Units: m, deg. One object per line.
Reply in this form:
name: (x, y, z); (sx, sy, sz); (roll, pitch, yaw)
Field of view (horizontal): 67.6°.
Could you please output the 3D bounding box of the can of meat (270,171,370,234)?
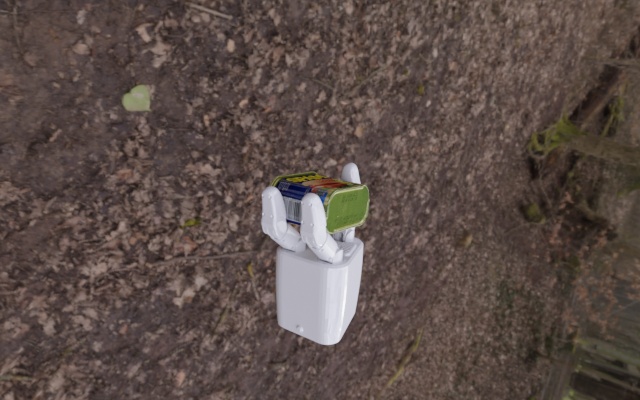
can of meat: (0.000, 0.002, 0.578); (0.084, 0.057, 0.102); (14, 15, 33)
